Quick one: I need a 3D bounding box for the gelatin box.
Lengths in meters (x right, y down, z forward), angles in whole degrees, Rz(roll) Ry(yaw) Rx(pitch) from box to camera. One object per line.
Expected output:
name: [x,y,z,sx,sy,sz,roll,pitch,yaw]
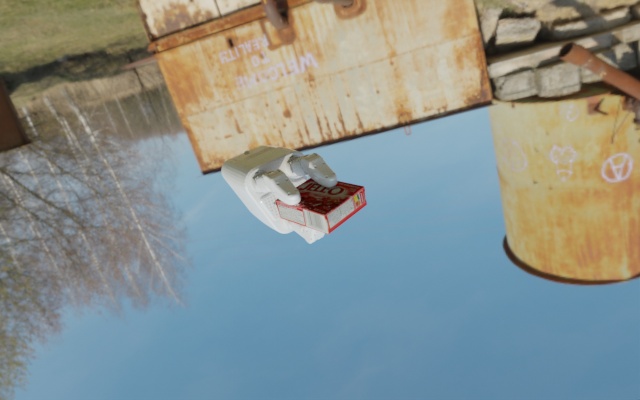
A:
gelatin box: [0.000,0.002,0.589,0.089,0.030,0.073,16,39,42]
